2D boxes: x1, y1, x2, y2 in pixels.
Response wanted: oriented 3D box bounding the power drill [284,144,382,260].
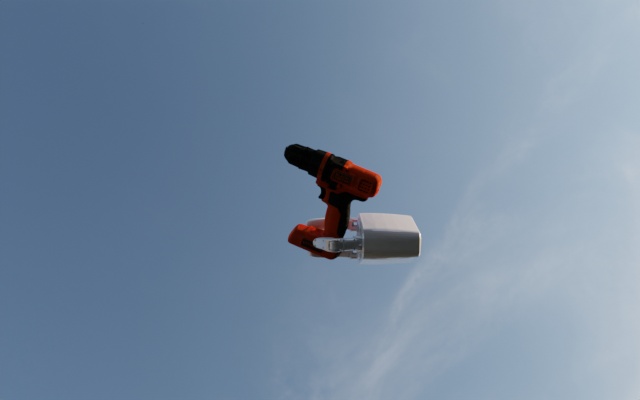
[{"bbox_3d":[0.000,0.003,0.879,0.184,0.188,0.057,23,25,10],"label":"power drill"}]
